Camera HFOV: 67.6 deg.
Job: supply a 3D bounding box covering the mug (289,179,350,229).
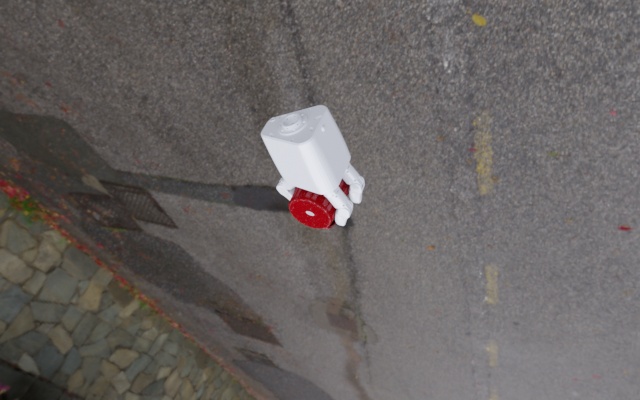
[{"bbox_3d":[0.001,0.004,0.842,0.093,0.081,0.117,3,-41,31],"label":"mug"}]
